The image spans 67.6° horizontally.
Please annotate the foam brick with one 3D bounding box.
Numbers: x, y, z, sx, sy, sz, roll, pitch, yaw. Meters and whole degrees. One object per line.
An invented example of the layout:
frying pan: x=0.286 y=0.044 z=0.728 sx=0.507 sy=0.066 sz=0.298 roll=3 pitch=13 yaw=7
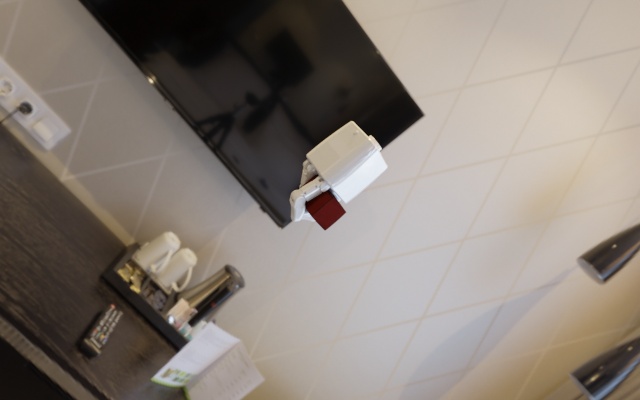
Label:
foam brick: x=0.000 y=0.003 z=0.854 sx=0.053 sy=0.051 sz=0.078 roll=48 pitch=5 yaw=-45
